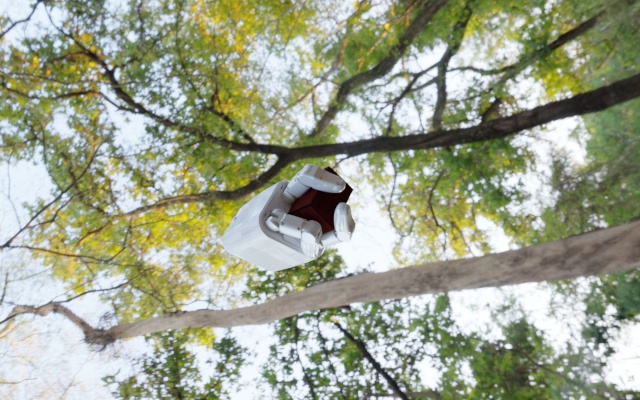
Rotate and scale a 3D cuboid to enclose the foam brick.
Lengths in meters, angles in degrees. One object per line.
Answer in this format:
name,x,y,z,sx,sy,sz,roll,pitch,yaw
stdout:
foam brick,0.000,0.002,0.653,0.053,0.078,0.051,44,-43,-19
